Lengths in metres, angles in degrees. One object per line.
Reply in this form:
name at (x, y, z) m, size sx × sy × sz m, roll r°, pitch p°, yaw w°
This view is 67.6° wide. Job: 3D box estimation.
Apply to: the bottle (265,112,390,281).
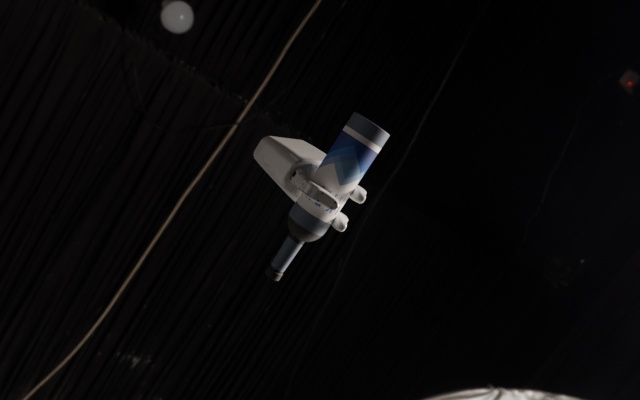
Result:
bottle at (0.000, 0.002, 0.762) m, size 0.069 × 0.296 × 0.069 m, roll 33°, pitch 8°, yaw -5°
